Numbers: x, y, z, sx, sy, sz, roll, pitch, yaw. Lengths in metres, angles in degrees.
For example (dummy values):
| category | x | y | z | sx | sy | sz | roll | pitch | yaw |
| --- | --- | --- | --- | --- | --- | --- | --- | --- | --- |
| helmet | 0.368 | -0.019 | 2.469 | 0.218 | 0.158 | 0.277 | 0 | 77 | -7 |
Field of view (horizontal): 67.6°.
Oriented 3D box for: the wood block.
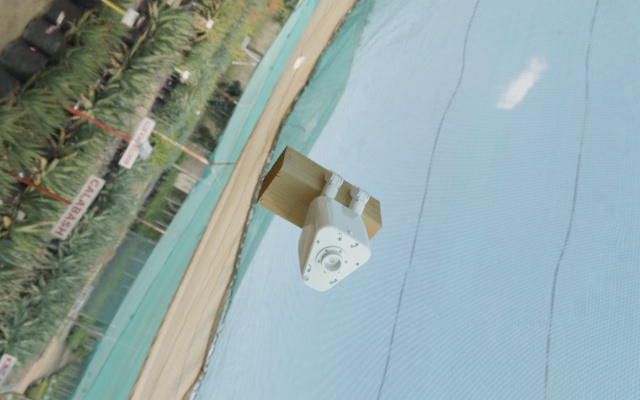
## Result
| category | x | y | z | sx | sy | sz | roll | pitch | yaw |
| --- | --- | --- | --- | --- | --- | --- | --- | --- | --- |
| wood block | 0.000 | 0.003 | 0.862 | 0.206 | 0.091 | 0.090 | 31 | 29 | -15 |
